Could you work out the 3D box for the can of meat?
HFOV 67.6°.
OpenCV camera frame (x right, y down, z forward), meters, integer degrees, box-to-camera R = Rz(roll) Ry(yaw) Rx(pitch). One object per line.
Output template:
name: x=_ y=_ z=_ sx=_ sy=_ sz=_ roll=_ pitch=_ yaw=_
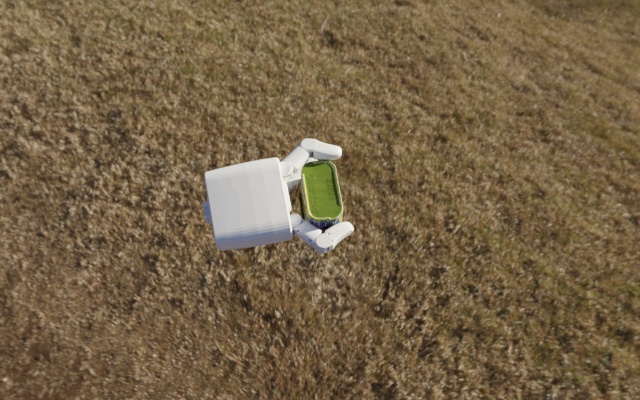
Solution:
can of meat: x=0.000 y=0.002 z=0.704 sx=0.057 sy=0.102 sz=0.084 roll=-7 pitch=-26 yaw=-5
